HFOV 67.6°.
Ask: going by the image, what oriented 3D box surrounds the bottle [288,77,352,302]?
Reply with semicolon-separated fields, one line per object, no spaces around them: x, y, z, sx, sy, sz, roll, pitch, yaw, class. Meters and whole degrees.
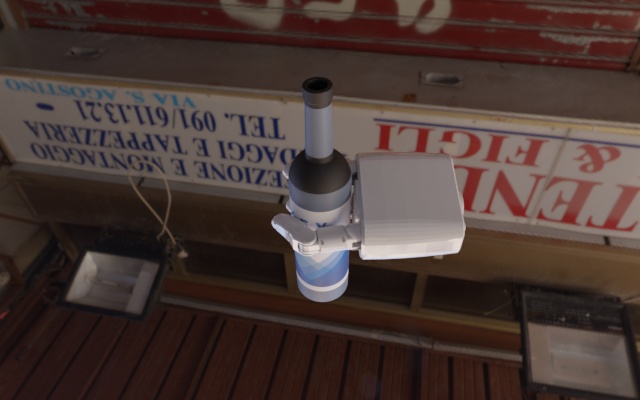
0.000;0.002;0.524;0.069;0.069;0.296;-1;-45;1;bottle
